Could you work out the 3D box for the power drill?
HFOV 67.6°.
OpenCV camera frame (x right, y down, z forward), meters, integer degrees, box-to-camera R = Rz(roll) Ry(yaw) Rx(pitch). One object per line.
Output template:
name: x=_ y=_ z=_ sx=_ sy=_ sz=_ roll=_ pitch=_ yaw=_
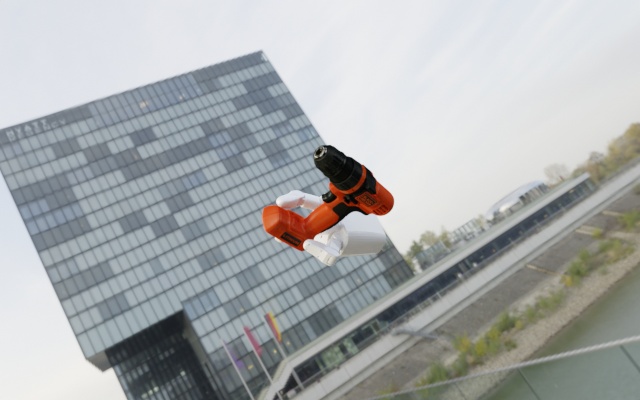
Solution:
power drill: x=0.000 y=0.003 z=0.754 sx=0.188 sy=0.057 sz=0.184 roll=-29 pitch=-43 yaw=26
